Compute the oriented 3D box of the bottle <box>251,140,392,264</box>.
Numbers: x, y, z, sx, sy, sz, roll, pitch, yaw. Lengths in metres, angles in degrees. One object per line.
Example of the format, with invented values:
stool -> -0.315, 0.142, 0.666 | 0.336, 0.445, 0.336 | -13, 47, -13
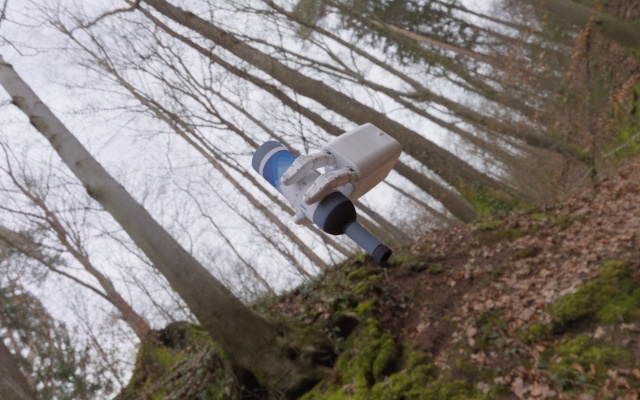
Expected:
bottle -> 0.000, 0.002, 0.783 | 0.295, 0.069, 0.069 | 40, 23, 30
